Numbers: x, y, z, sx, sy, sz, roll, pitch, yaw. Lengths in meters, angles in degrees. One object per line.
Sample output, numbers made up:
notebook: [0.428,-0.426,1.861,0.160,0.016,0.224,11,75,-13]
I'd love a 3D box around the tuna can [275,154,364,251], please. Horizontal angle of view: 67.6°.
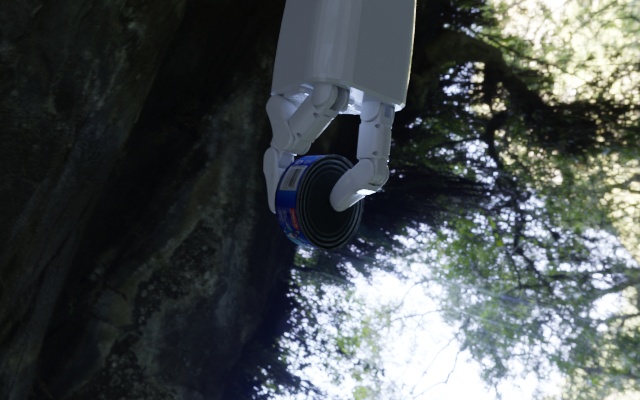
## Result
tuna can: [0.000,0.001,0.434,0.034,0.086,0.086,4,3,44]
